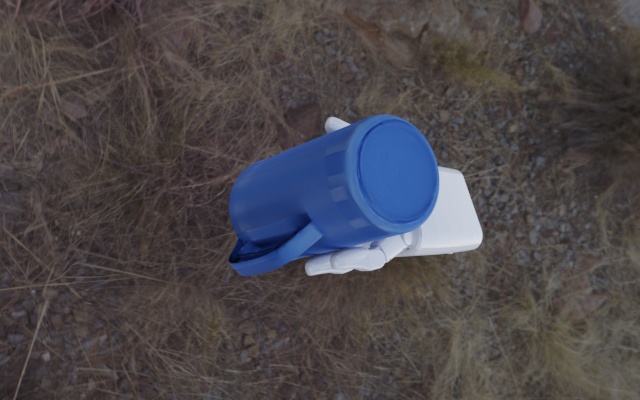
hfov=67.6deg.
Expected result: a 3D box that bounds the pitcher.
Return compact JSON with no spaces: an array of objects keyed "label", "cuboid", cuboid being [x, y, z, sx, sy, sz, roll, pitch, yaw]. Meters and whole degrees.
[{"label":"pitcher","cuboid":[0.000,0.002,0.509,0.145,0.149,0.243,4,-11,-31]}]
